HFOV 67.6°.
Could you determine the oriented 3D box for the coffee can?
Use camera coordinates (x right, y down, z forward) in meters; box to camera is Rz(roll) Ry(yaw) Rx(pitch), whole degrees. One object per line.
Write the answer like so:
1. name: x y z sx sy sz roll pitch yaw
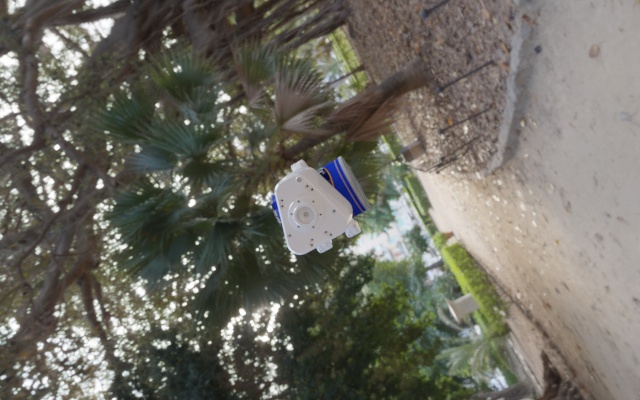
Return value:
1. coffee can: 0.000 0.003 0.817 0.140 0.103 0.103 -29 -5 8
